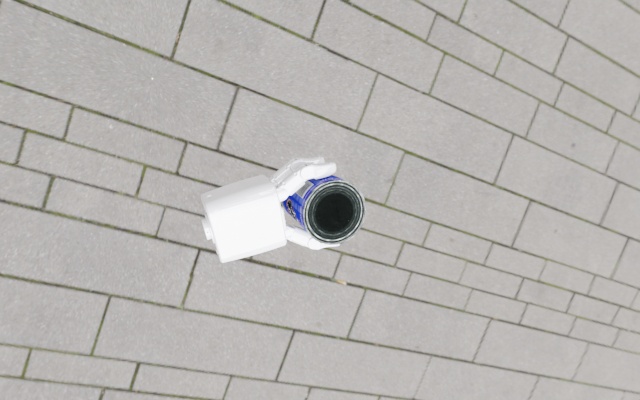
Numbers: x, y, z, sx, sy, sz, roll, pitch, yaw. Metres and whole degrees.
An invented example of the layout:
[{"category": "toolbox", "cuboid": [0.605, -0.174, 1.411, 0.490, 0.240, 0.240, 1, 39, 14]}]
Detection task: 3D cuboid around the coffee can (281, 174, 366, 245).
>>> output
[{"category": "coffee can", "cuboid": [0.000, 0.003, 0.785, 0.103, 0.103, 0.140, 0, 14, -19]}]
